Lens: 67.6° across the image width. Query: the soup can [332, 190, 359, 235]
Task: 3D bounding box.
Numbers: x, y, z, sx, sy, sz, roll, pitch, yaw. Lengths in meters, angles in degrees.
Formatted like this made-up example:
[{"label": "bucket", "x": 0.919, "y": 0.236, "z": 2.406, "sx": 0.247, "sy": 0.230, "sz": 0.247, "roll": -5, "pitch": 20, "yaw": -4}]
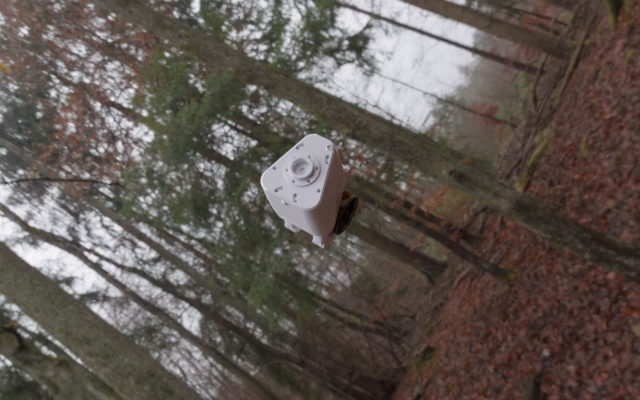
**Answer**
[{"label": "soup can", "x": 0.000, "y": 0.002, "z": 0.764, "sx": 0.102, "sy": 0.068, "sz": 0.068, "roll": 27, "pitch": 9, "yaw": 18}]
